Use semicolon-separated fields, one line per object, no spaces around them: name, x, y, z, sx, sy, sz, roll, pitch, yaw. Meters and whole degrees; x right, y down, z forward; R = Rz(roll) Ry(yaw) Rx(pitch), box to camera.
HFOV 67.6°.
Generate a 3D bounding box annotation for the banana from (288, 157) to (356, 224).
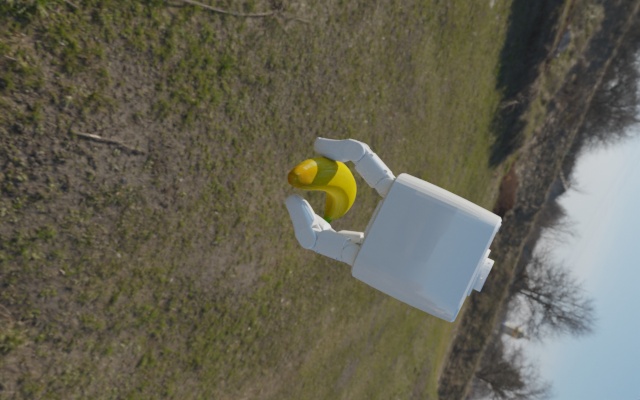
banana;0.011;-0.013;0.554;0.037;0.069;0.198;29;-11;19
